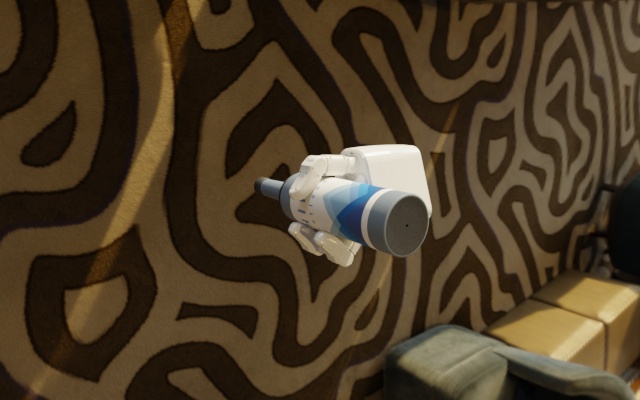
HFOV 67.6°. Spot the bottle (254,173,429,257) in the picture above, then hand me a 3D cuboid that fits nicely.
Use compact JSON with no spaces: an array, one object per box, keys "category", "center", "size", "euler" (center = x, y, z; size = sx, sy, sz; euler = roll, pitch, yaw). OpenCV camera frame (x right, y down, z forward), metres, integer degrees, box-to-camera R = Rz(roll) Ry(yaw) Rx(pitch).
[{"category":"bottle","center":[0.000,0.002,0.598],"size":[0.069,0.069,0.295],"euler":[0,9,-37]}]
